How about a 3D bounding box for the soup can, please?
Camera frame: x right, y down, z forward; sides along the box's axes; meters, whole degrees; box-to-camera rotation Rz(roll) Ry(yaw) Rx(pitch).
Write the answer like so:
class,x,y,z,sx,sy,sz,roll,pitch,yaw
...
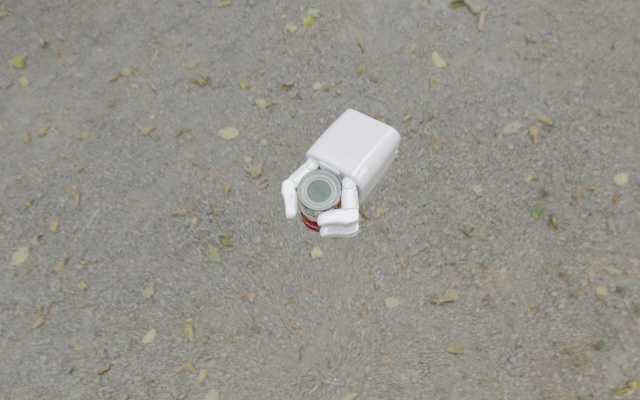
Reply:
class,x,y,z,sx,sy,sz,roll,pitch,yaw
soup can,0.000,0.003,0.739,0.068,0.068,0.102,0,-21,2
